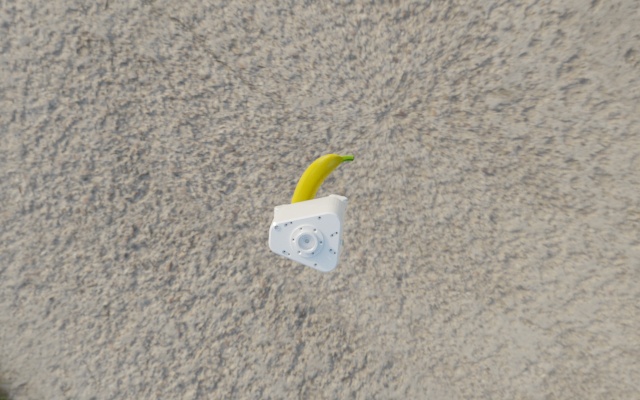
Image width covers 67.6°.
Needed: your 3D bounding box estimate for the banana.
[{"bbox_3d":[-0.014,-0.009,0.874,0.069,0.198,0.037,29,9,-7],"label":"banana"}]
